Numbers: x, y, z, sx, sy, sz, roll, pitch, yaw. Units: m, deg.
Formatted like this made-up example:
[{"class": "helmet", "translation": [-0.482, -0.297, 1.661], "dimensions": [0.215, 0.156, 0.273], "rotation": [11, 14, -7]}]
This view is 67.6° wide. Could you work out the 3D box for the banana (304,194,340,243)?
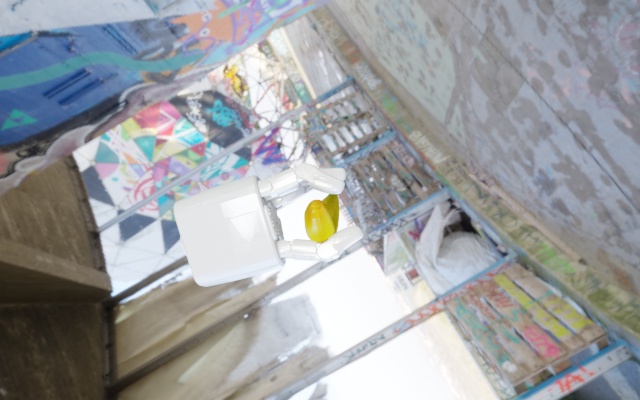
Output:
[{"class": "banana", "translation": [0.002, 0.020, 0.599], "dimensions": [0.037, 0.069, 0.197], "rotation": [-3, 9, 6]}]
